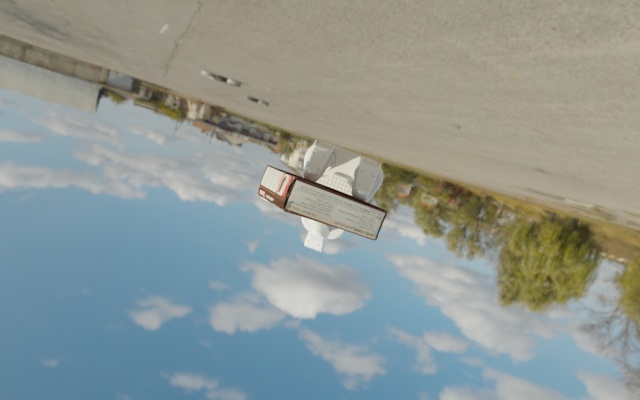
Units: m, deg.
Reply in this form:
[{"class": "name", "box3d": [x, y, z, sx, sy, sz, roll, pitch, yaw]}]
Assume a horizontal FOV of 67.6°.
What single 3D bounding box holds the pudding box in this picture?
[{"class": "pudding box", "box3d": [0.000, 0.002, 0.504, 0.113, 0.039, 0.090, 18, 3, -25]}]
